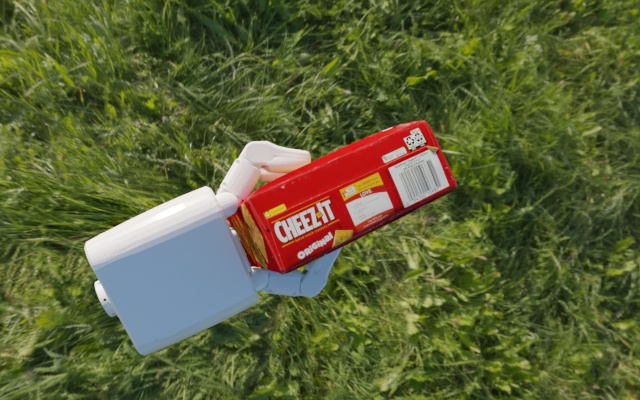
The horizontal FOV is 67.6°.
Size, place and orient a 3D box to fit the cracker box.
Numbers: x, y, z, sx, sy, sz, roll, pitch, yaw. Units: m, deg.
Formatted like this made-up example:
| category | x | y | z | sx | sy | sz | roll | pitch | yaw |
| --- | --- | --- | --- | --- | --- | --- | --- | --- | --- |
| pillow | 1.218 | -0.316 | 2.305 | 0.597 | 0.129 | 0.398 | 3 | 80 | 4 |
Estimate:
| category | x | y | z | sx | sy | sz | roll | pitch | yaw |
| --- | --- | --- | --- | --- | --- | --- | --- | --- | --- |
| cracker box | 0.000 | 0.002 | 0.463 | 0.164 | 0.072 | 0.214 | -25 | 3 | -17 |
